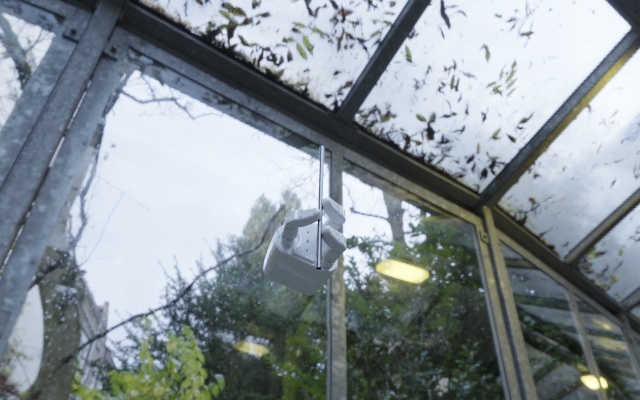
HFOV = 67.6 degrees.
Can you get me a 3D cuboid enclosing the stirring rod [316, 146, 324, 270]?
[{"bbox_3d":[0.000,0.003,0.763,0.011,0.239,0.011,1,-37,1],"label":"stirring rod"}]
